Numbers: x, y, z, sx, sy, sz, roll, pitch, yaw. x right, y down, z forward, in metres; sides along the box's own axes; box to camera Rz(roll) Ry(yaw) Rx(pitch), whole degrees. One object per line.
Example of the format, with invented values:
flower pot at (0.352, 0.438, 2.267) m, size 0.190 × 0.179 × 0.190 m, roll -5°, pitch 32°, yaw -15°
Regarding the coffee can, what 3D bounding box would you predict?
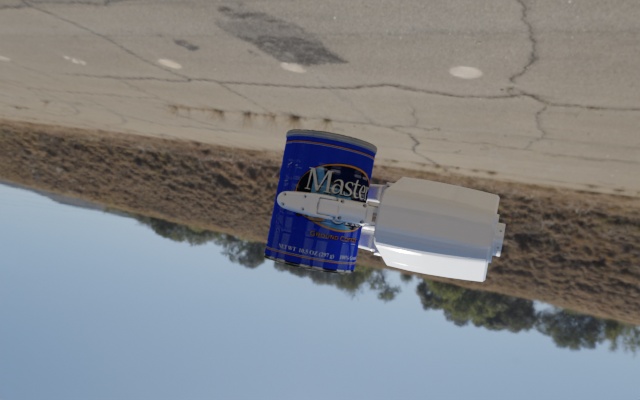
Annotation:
coffee can at (0.000, 0.002, 0.530) m, size 0.103 × 0.140 × 0.103 m, roll 11°, pitch -1°, yaw 0°
